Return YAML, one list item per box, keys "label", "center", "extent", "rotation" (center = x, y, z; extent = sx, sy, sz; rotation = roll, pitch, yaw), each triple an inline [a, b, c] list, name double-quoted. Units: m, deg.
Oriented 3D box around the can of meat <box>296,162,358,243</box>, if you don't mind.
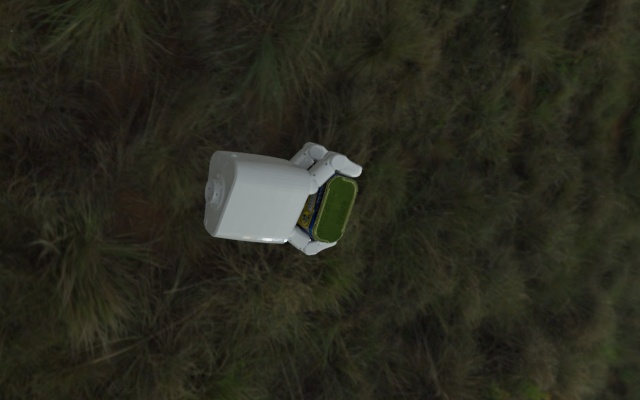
- label: "can of meat"
  center: [0.000, 0.002, 0.685]
  extent: [0.057, 0.102, 0.084]
  rotation: [12, 10, -35]
